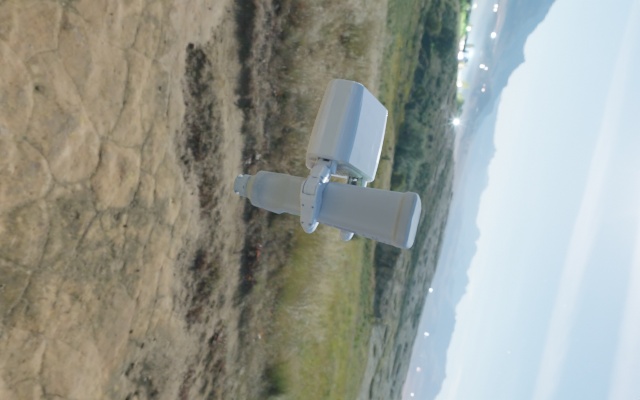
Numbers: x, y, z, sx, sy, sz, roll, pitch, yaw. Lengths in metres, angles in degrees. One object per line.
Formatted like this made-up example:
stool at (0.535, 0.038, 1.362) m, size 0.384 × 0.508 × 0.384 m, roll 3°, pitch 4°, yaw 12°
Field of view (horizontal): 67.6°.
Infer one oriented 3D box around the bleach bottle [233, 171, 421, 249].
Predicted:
bleach bottle at (0.000, 0.002, 0.626) m, size 0.251 × 0.068 × 0.102 m, roll 13°, pitch -6°, yaw 16°
